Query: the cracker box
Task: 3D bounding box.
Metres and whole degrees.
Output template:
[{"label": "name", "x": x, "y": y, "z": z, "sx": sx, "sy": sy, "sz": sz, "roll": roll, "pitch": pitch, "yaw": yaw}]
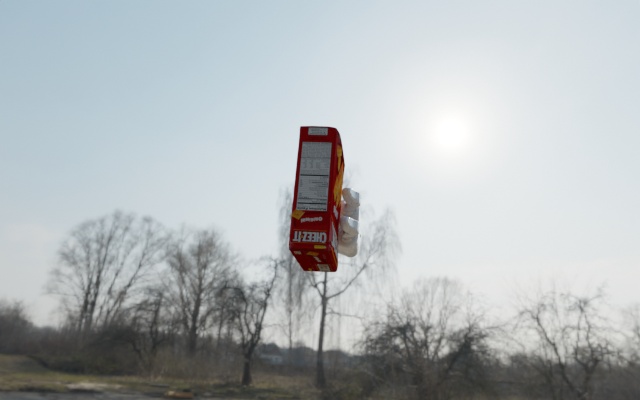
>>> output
[{"label": "cracker box", "x": 0.000, "y": 0.003, "z": 0.825, "sx": 0.072, "sy": 0.213, "sz": 0.164, "roll": 1, "pitch": -20, "yaw": 7}]
